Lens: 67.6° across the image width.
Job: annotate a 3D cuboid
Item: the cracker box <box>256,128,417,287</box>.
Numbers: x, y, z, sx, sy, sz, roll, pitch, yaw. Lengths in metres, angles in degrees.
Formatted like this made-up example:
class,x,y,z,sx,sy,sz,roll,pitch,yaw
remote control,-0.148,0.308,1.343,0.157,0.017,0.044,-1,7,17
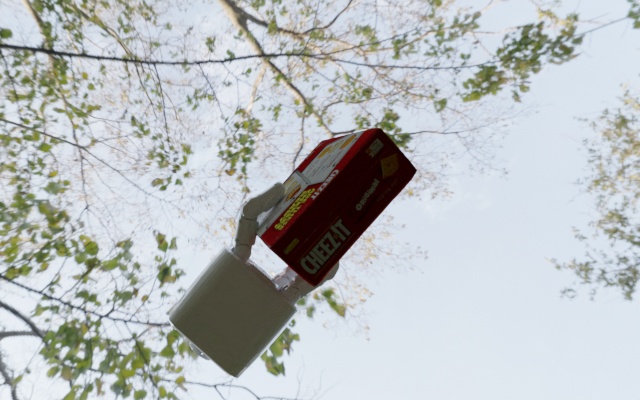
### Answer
class,x,y,z,sx,sy,sz,roll,pitch,yaw
cracker box,0.000,0.002,0.572,0.072,0.164,0.213,43,-8,-14
